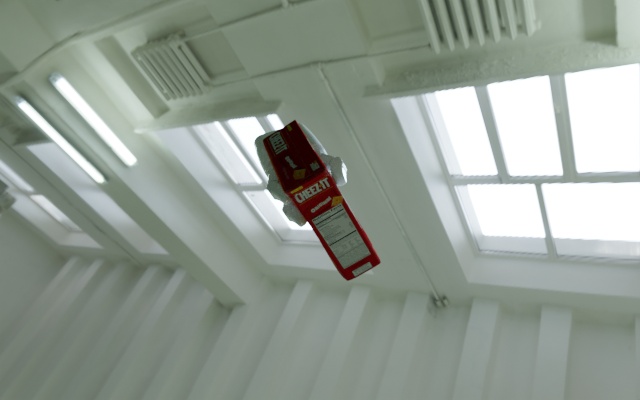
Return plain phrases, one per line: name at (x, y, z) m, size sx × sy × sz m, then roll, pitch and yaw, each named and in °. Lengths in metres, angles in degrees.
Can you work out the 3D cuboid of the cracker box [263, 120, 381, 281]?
cracker box at (0.000, 0.002, 0.753) m, size 0.072 × 0.214 × 0.164 m, roll -31°, pitch 38°, yaw 1°
